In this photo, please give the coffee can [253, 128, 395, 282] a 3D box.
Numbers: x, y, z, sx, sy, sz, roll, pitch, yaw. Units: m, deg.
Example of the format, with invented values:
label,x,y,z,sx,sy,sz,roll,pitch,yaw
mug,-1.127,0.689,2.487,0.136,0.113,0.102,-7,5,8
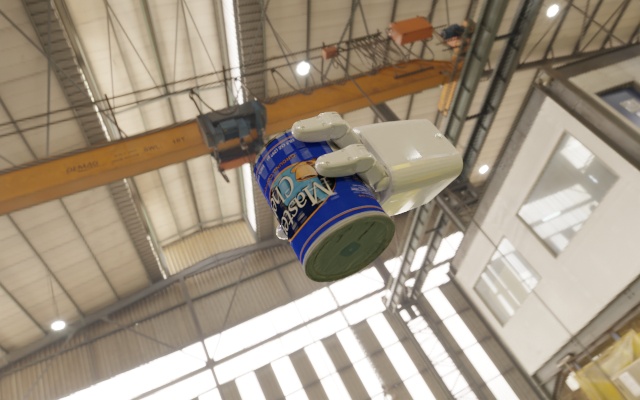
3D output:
label,x,y,z,sx,sy,sz,roll,pitch,yaw
coffee can,0.000,0.002,0.516,0.103,0.140,0.103,-21,-35,-16
